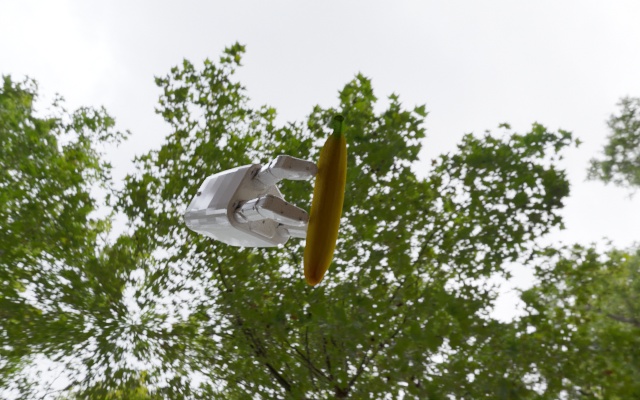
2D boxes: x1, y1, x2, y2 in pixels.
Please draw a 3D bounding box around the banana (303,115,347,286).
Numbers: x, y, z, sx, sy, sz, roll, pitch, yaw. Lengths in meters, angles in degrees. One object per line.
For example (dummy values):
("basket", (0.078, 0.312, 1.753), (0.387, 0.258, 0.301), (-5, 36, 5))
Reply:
("banana", (0.005, 0.003, 0.563), (0.037, 0.197, 0.070), (4, -13, 15))
